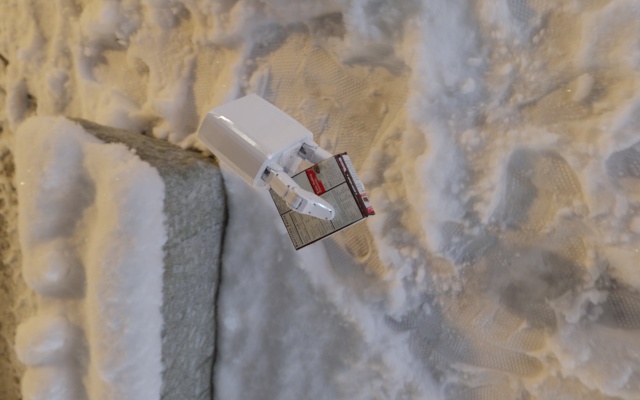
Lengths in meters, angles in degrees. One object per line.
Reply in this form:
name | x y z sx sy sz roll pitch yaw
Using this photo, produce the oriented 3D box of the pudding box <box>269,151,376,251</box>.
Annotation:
pudding box | 0.000 0.002 0.610 0.113 0.090 0.039 -27 -4 28
